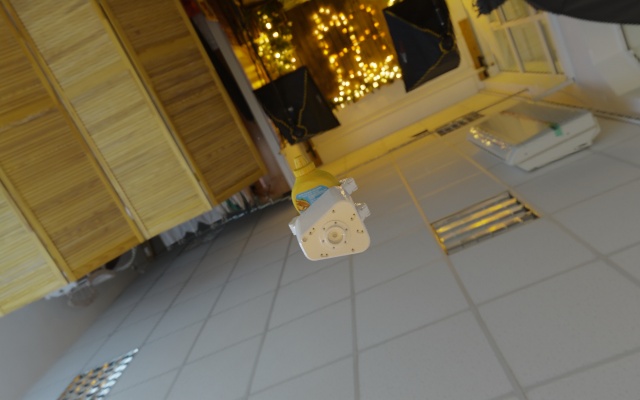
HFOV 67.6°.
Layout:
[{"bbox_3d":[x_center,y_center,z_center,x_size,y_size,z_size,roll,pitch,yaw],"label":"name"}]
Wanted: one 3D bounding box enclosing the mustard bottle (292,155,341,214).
[{"bbox_3d":[0.000,0.003,0.897,0.096,0.192,0.058,-21,14,25],"label":"mustard bottle"}]
